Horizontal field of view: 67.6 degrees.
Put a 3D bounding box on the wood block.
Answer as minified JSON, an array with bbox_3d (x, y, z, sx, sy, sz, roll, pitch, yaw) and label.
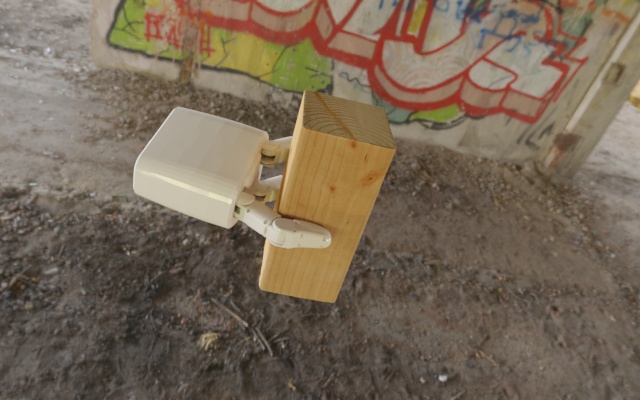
[{"bbox_3d":[0.000,0.002,0.515,0.090,0.206,0.090,12,34,-8],"label":"wood block"}]
